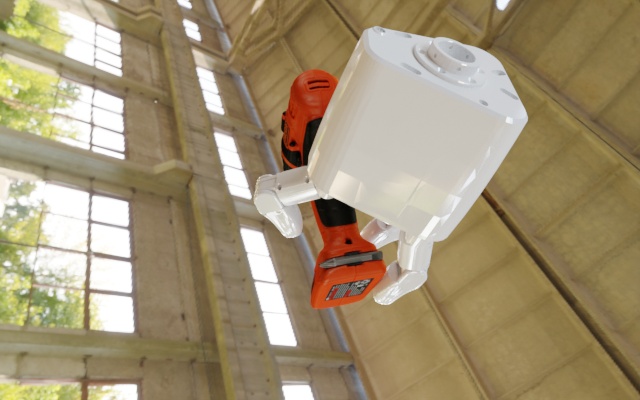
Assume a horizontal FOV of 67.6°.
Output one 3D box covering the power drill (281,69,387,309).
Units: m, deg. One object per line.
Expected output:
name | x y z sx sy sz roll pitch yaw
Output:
power drill | 0.000 0.002 0.452 0.057 0.187 0.184 -10 -23 -10
